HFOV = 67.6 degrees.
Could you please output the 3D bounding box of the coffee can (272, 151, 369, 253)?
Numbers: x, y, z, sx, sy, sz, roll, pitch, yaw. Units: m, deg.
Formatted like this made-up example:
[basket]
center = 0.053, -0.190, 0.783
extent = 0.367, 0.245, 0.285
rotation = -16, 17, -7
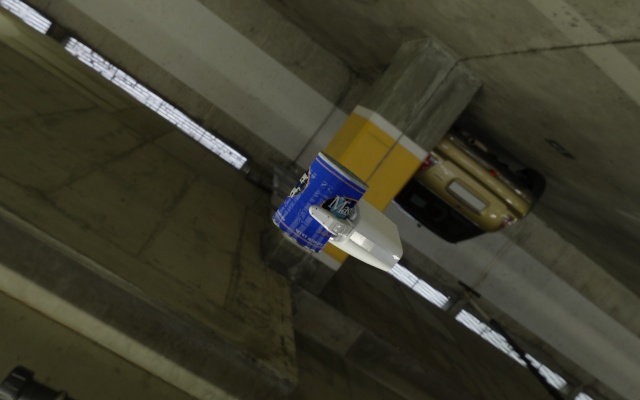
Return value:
[coffee can]
center = 0.000, 0.002, 0.809
extent = 0.103, 0.140, 0.103
rotation = 36, 8, -6
